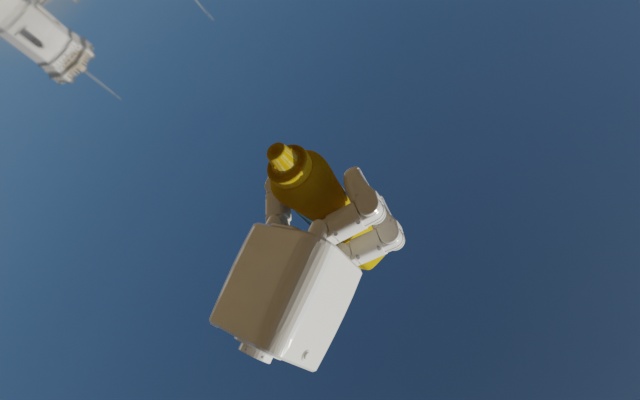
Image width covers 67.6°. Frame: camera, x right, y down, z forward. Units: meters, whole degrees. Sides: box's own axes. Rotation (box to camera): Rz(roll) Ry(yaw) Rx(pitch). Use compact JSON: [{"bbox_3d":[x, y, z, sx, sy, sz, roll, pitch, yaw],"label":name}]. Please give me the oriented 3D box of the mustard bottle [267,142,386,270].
[{"bbox_3d":[0.000,0.001,0.483,0.096,0.058,0.192,44,-2,38],"label":"mustard bottle"}]
